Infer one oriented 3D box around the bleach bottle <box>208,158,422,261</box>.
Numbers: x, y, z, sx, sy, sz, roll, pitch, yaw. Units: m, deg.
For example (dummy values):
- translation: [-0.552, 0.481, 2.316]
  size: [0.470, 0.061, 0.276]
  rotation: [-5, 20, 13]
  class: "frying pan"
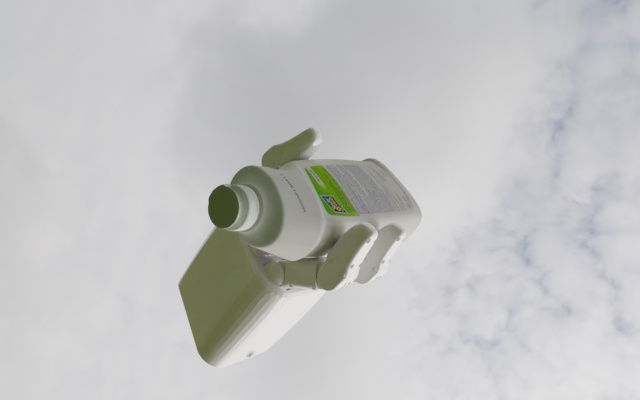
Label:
- translation: [0.000, 0.001, 0.416]
  size: [0.068, 0.102, 0.251]
  rotation: [-49, -25, 22]
  class: "bleach bottle"
